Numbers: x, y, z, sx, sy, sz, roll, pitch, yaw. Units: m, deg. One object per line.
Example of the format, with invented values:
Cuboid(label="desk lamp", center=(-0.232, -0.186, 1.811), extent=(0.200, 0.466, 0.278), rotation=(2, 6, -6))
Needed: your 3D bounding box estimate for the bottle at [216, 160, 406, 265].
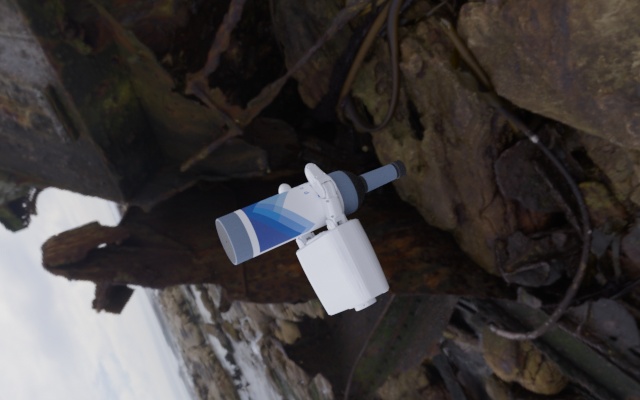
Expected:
Cuboid(label="bottle", center=(0.000, 0.002, 0.687), extent=(0.295, 0.069, 0.069), rotation=(-23, 9, -22))
